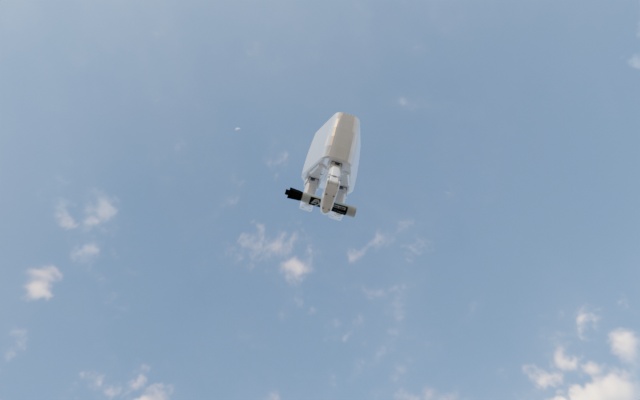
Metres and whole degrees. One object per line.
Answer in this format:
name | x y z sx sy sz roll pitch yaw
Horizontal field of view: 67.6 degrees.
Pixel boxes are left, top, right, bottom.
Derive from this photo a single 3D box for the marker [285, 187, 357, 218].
marker | 0.000 0.003 0.788 0.121 0.020 0.020 17 -2 -5
